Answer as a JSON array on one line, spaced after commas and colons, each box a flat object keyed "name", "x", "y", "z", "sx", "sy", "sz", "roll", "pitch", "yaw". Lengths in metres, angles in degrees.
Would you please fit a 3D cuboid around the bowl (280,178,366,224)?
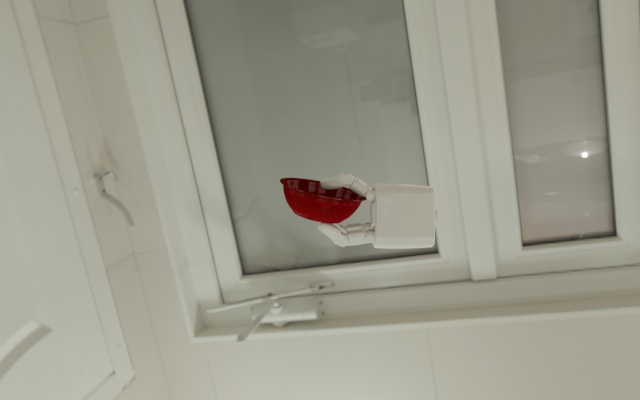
[{"name": "bowl", "x": -0.001, "y": 0.003, "z": 0.871, "sx": 0.162, "sy": 0.055, "sz": 0.162, "roll": 12, "pitch": 10, "yaw": -2}]
